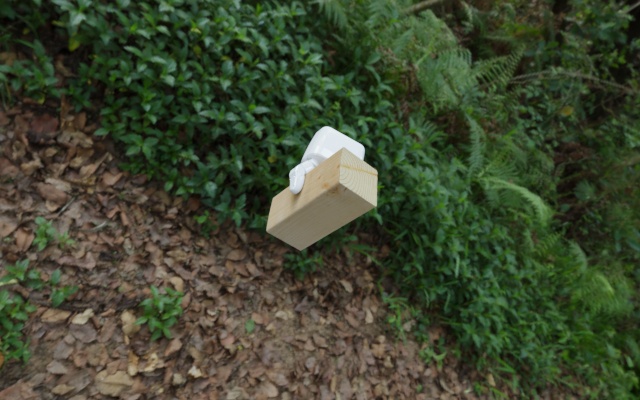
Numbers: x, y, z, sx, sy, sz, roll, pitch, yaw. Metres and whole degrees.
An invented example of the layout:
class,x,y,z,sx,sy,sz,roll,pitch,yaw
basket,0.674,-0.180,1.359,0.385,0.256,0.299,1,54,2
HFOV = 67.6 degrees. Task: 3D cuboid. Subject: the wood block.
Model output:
class,x,y,z,sx,sy,sz,roll,pitch,yaw
wood block,0.000,0.002,0.894,0.091,0.090,0.206,33,-46,-27
